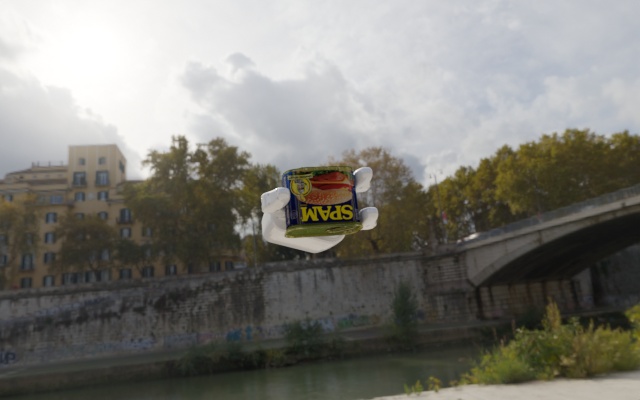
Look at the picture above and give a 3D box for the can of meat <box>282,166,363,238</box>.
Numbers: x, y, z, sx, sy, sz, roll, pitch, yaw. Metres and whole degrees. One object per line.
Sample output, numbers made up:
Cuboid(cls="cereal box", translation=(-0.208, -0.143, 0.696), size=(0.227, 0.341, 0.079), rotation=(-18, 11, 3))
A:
Cuboid(cls="can of meat", translation=(0.000, 0.002, 0.637), size=(0.102, 0.084, 0.057), rotation=(-2, -16, -14))
